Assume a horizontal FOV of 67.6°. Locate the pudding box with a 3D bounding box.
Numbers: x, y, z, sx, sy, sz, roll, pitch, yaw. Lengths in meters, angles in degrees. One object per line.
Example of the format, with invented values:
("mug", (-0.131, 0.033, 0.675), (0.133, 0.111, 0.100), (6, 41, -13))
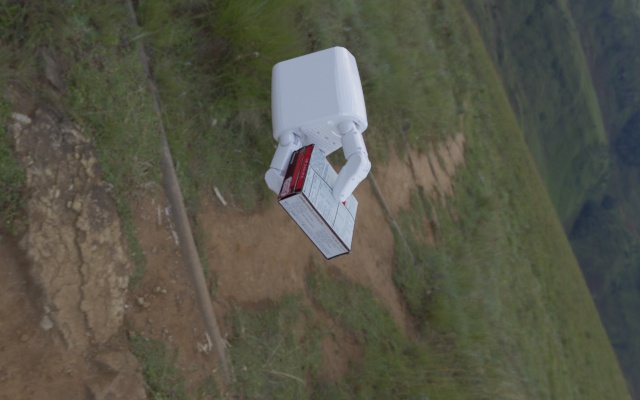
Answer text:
("pudding box", (0.000, 0.002, 0.575), (0.039, 0.090, 0.113), (-20, -54, 29))
